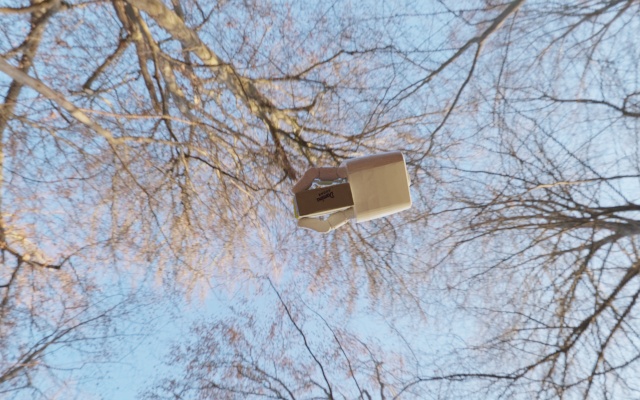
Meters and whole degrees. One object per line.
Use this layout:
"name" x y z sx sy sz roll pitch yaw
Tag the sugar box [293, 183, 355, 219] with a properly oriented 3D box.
"sugar box" 0.000 0.002 0.840 0.093 0.048 0.176 -11 -5 -6
